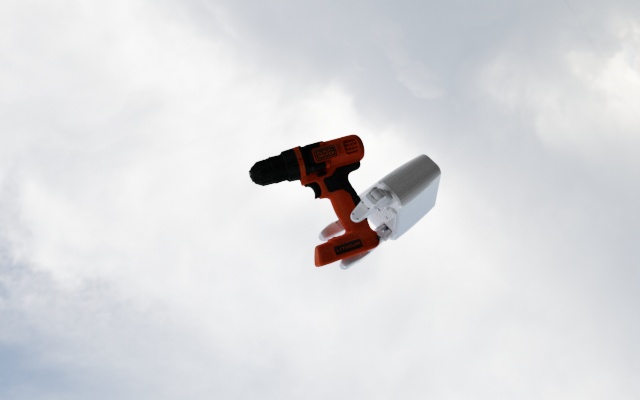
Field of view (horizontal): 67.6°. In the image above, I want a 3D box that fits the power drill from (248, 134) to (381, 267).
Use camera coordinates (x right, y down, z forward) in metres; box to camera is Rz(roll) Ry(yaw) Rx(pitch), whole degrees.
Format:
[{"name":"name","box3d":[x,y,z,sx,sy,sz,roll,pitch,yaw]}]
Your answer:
[{"name":"power drill","box3d":[0.001,0.003,0.730,0.184,0.187,0.057,-17,-4,-8]}]
